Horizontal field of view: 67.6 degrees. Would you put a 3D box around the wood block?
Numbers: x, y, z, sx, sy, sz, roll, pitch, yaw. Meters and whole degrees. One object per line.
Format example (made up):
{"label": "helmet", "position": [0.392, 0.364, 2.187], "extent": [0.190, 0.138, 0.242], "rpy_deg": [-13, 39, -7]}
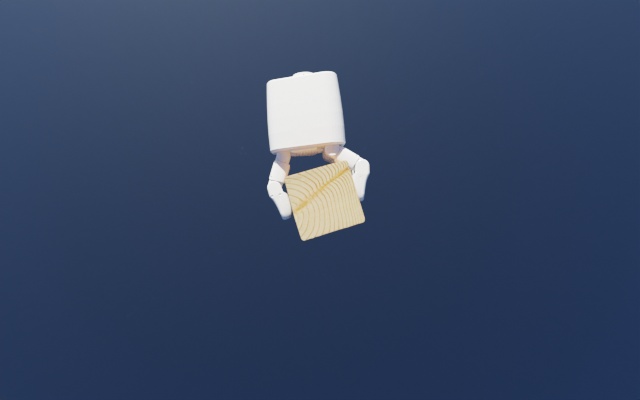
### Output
{"label": "wood block", "position": [0.000, 0.002, 0.736], "extent": [0.091, 0.090, 0.206], "rpy_deg": [-16, -1, -3]}
